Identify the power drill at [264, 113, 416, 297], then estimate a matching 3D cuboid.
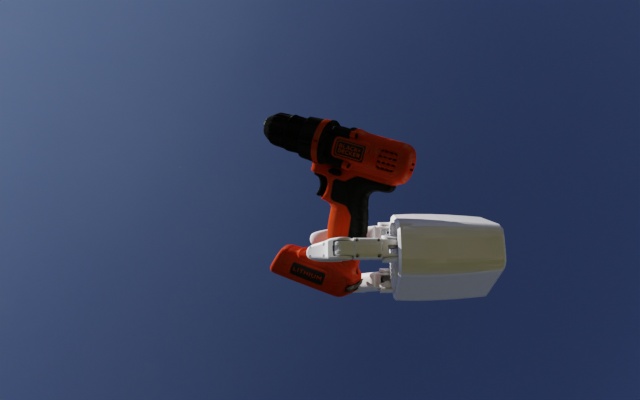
[{"bbox_3d":[0.000,0.002,0.549,0.184,0.188,0.057,18,12,22],"label":"power drill"}]
